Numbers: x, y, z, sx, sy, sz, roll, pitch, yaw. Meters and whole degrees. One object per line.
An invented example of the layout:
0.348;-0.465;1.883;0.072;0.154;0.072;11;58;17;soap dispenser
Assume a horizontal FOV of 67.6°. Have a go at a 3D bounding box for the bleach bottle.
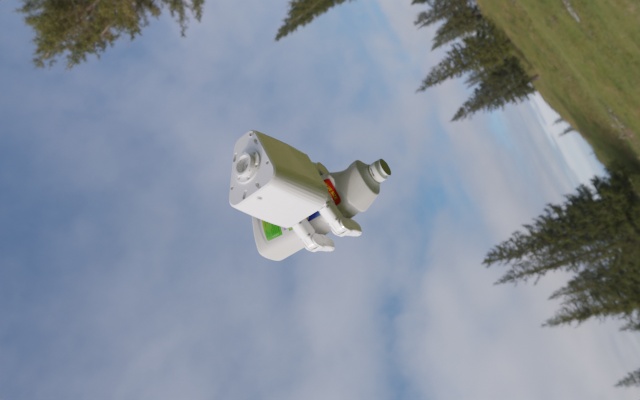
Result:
0.000;0.003;0.758;0.251;0.102;0.068;-32;-36;29;bleach bottle
